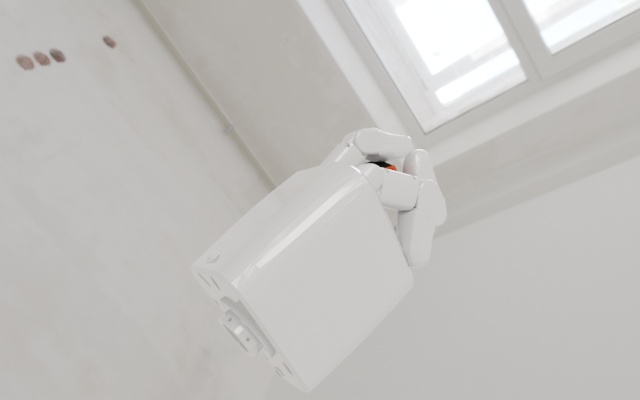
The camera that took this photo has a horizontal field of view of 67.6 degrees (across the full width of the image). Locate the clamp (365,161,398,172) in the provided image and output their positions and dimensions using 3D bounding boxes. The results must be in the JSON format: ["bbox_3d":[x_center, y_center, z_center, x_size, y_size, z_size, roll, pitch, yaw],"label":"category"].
[{"bbox_3d":[0.001,0.002,0.421,0.120,0.039,0.171,-41,15,-24],"label":"clamp"}]
